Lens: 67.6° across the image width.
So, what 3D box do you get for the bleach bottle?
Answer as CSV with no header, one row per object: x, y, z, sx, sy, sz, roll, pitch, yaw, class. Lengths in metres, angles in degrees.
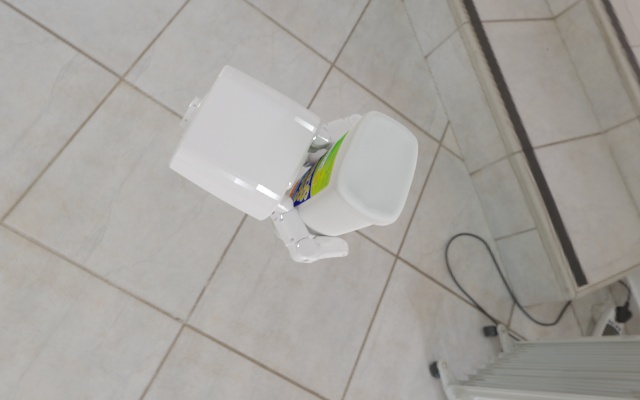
0.000,0.002,0.509,0.068,0.102,0.251,30,-26,-15,bleach bottle
